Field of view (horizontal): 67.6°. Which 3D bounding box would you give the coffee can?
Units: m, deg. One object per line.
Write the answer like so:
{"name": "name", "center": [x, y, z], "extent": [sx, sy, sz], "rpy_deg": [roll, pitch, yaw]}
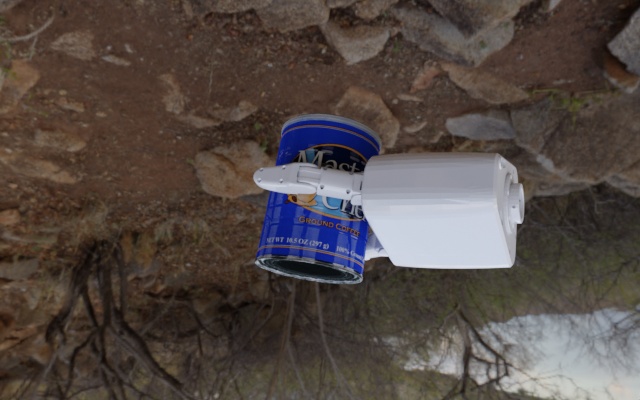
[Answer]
{"name": "coffee can", "center": [0.000, 0.001, 0.467], "extent": [0.103, 0.140, 0.103], "rpy_deg": [9, -18, 3]}
